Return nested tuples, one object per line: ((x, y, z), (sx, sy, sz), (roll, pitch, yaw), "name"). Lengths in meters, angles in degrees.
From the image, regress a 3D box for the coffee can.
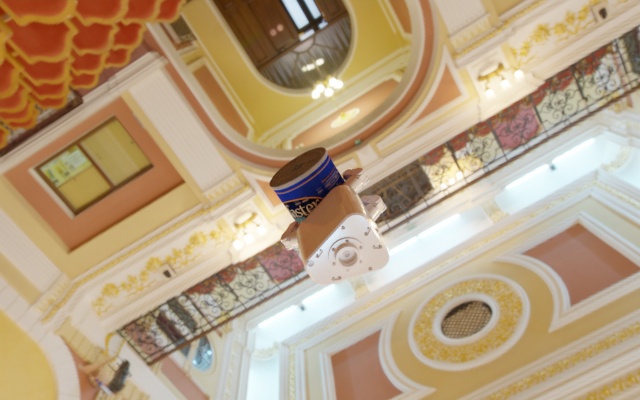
((0.000, 0.002, 0.752), (0.103, 0.140, 0.102), (-29, 21, 12), "coffee can")
